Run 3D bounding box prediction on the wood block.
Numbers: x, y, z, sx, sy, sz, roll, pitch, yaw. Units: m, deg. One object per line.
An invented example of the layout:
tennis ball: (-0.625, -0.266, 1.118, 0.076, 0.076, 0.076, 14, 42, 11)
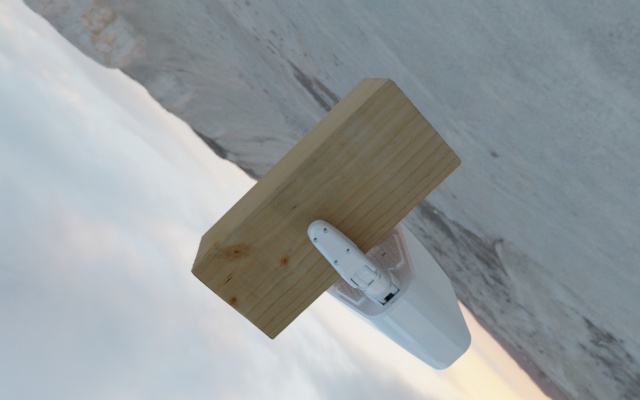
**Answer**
wood block: (0.000, 0.002, 0.402, 0.090, 0.206, 0.090, 45, 4, -17)
